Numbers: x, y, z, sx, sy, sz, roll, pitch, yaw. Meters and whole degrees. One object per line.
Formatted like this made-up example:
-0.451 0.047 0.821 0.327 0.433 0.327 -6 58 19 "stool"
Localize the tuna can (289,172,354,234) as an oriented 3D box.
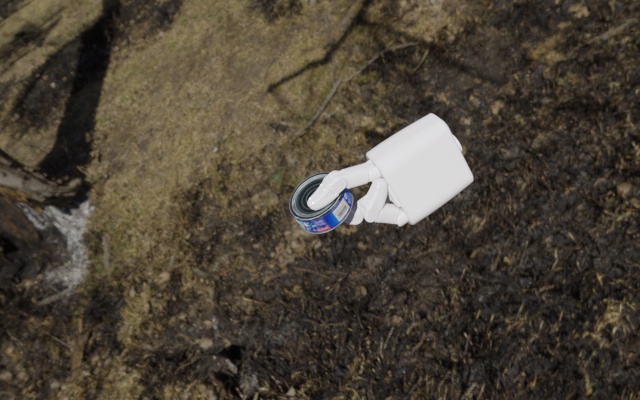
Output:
0.000 0.002 0.663 0.086 0.086 0.034 0 -36 35 "tuna can"
